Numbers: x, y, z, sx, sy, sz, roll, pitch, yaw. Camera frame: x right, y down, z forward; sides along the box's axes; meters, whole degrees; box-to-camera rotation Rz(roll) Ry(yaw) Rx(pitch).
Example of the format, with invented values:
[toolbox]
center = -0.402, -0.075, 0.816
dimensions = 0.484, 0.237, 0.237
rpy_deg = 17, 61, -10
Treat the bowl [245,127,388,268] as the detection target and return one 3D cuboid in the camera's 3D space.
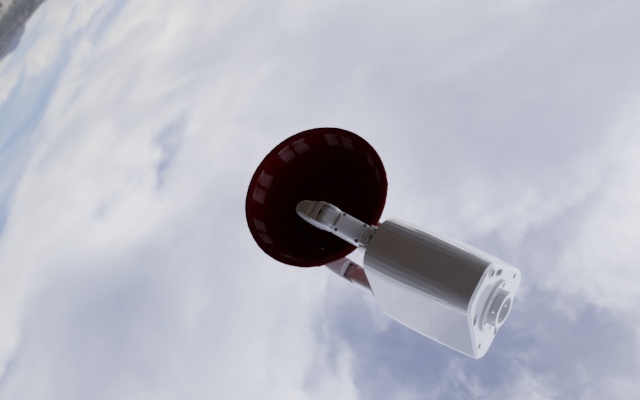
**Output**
[bowl]
center = -0.001, 0.001, 0.531
dimensions = 0.162, 0.162, 0.055
rpy_deg = 0, -21, 20
